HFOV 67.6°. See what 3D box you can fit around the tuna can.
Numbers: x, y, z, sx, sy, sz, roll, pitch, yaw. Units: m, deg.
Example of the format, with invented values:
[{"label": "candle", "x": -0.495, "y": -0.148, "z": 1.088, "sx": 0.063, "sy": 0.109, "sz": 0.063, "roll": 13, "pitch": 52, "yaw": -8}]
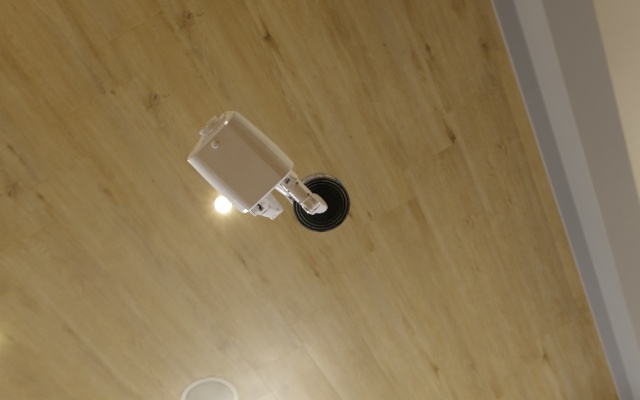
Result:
[{"label": "tuna can", "x": 0.000, "y": 0.002, "z": 0.722, "sx": 0.086, "sy": 0.086, "sz": 0.033, "roll": 0, "pitch": 18, "yaw": -7}]
